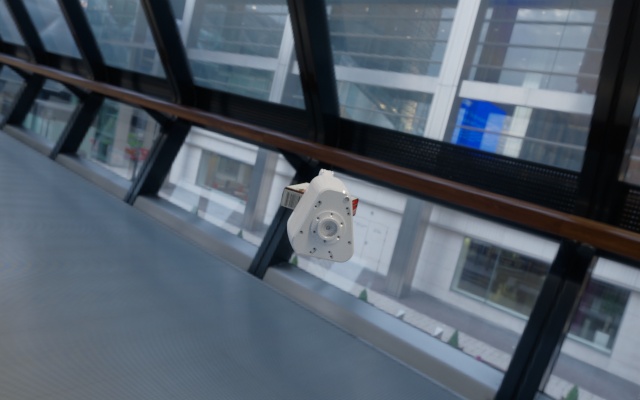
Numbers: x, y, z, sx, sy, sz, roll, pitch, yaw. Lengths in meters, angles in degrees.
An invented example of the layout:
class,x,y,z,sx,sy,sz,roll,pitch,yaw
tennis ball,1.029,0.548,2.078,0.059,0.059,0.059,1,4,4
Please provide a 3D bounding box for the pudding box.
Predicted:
class,x,y,z,sx,sy,sz,roll,pitch,yaw
pudding box,0.000,0.003,0.837,0.113,0.039,0.090,19,13,20
